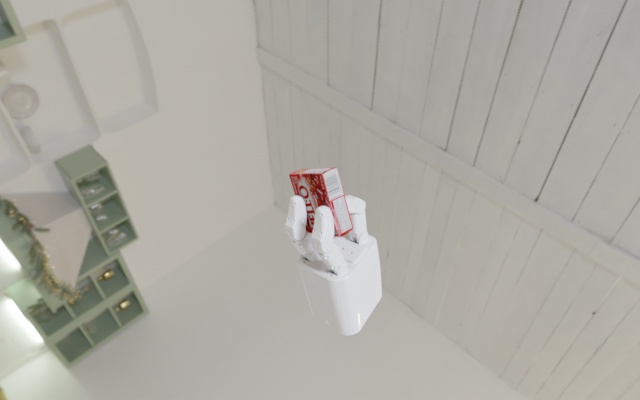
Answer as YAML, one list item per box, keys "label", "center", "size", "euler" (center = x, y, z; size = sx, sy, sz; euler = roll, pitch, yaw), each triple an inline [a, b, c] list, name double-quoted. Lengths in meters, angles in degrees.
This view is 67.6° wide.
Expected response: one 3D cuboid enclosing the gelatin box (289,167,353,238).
- label: "gelatin box"
  center: [0.000, 0.002, 0.635]
  size: [0.030, 0.089, 0.073]
  euler: [-26, 17, -35]
